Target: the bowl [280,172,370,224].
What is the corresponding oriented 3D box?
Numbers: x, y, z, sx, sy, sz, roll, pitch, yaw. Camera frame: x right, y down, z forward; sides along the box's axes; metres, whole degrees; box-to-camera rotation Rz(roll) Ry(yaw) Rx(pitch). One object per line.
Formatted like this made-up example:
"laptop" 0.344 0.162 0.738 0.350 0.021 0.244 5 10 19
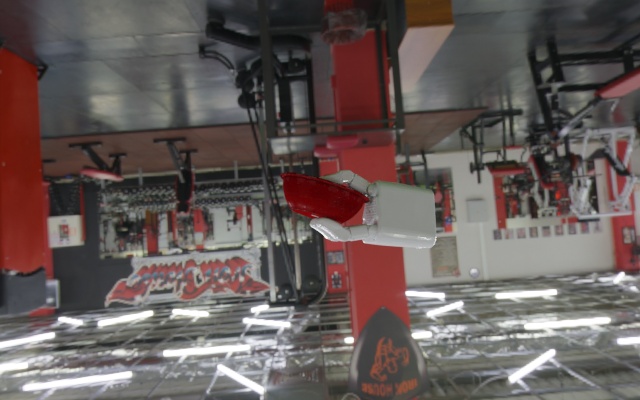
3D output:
"bowl" -0.001 0.003 0.827 0.162 0.055 0.162 16 -7 2
